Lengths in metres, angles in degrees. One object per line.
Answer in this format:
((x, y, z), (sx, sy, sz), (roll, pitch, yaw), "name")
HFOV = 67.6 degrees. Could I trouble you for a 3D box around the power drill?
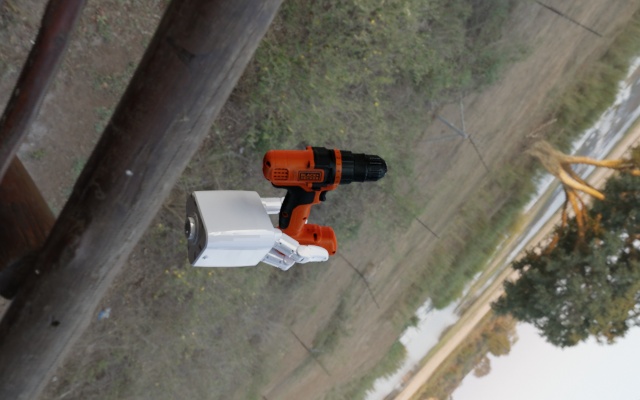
((0.000, 0.003, 0.741), (0.184, 0.188, 0.057), (2, 38, -8), "power drill")
